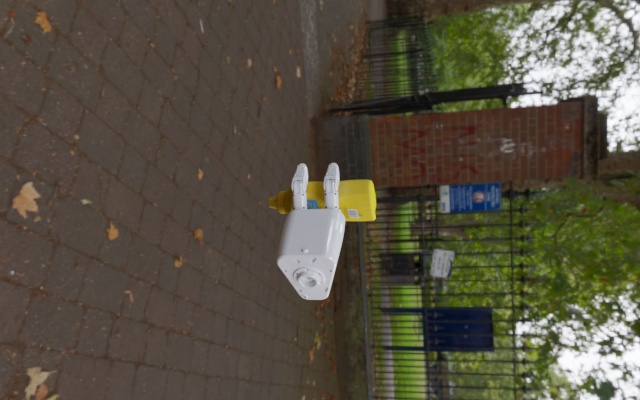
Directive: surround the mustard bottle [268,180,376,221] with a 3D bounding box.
[{"bbox_3d":[0.000,0.003,0.851,0.191,0.058,0.096,-1,-28,12],"label":"mustard bottle"}]
